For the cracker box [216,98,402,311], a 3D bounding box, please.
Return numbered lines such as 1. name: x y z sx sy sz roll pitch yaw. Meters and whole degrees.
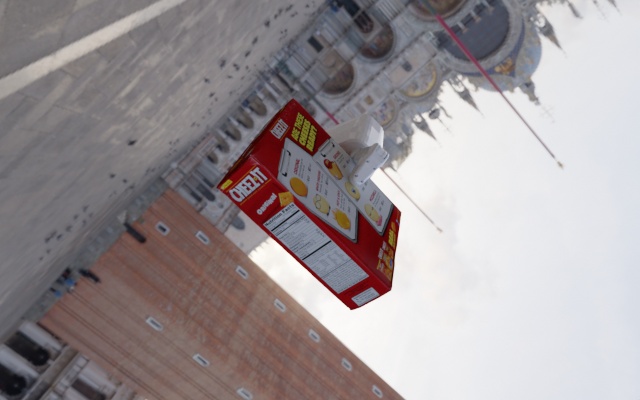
1. cracker box: 0.000 0.002 0.572 0.072 0.214 0.164 -37 16 30
